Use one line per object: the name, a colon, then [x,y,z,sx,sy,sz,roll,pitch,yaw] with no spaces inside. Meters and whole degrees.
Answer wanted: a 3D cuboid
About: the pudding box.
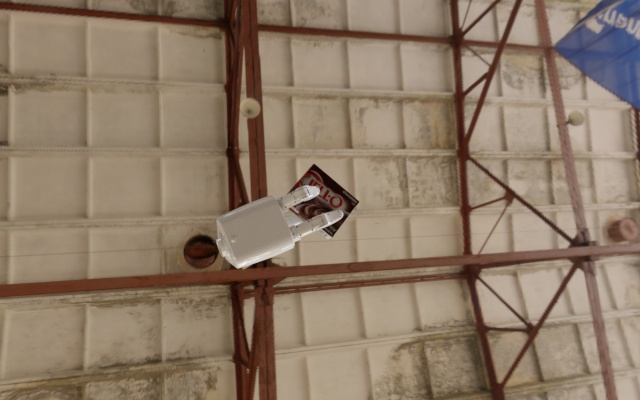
pudding box: [0.000,0.003,0.870,0.113,0.090,0.039,40,-21,-5]
